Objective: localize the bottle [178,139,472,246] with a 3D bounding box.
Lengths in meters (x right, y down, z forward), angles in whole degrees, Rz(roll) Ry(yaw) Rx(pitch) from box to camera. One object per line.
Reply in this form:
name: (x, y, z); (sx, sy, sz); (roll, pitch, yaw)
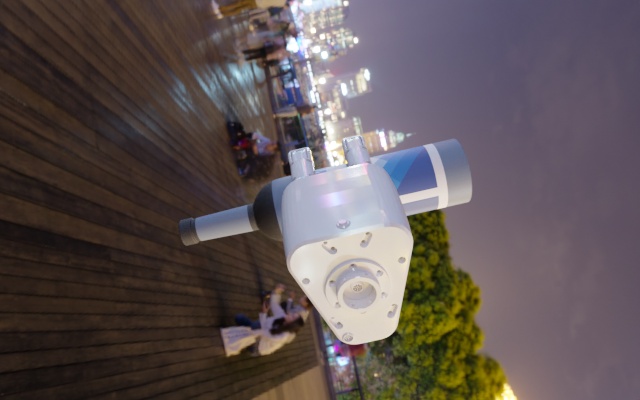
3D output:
bottle: (0.000, 0.002, 0.493); (0.296, 0.069, 0.069); (-13, -1, 2)
